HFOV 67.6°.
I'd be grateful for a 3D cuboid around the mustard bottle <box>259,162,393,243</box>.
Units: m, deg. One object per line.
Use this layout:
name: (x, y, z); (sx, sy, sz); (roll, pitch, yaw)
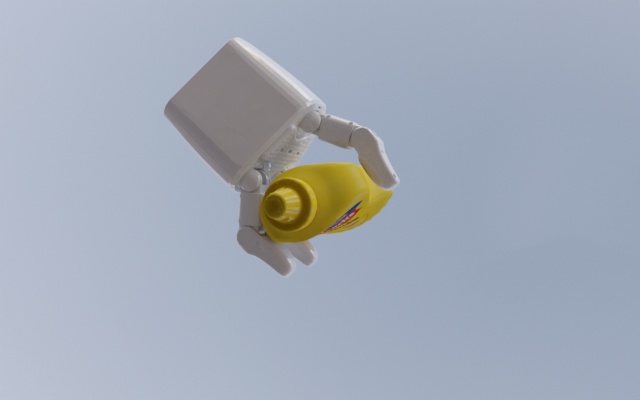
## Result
mustard bottle: (0.000, 0.002, 0.424); (0.096, 0.058, 0.191); (-27, -8, 18)
